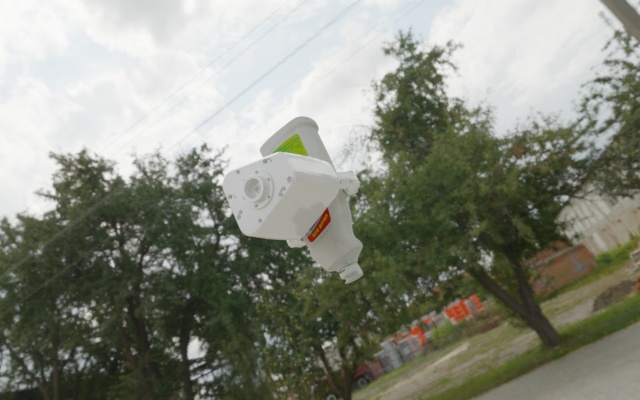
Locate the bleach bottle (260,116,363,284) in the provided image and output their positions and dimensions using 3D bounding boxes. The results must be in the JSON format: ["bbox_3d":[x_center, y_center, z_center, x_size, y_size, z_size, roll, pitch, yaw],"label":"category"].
[{"bbox_3d":[0.000,0.002,0.718,0.102,0.250,0.068,-36,-20,23],"label":"bleach bottle"}]
